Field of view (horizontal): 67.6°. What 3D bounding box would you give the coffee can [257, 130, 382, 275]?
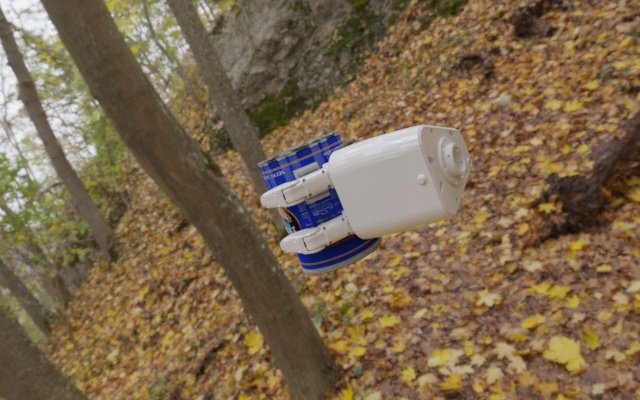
[{"bbox_3d":[0.000,0.002,0.564,0.103,0.140,0.103,-22,9,4],"label":"coffee can"}]
